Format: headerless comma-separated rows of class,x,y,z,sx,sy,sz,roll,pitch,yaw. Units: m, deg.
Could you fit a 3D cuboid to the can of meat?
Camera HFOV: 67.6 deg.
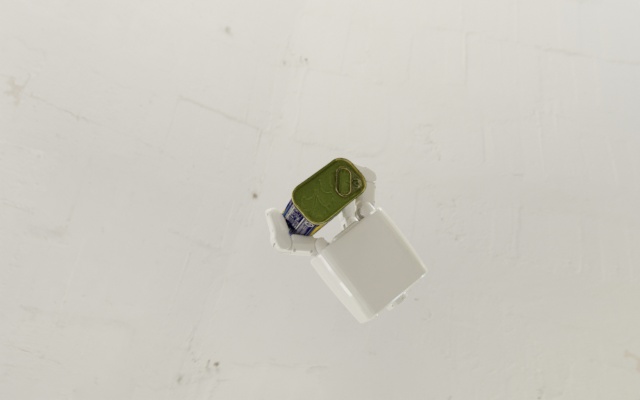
can of meat,0.000,0.002,0.625,0.102,0.057,0.084,-38,-7,-28
